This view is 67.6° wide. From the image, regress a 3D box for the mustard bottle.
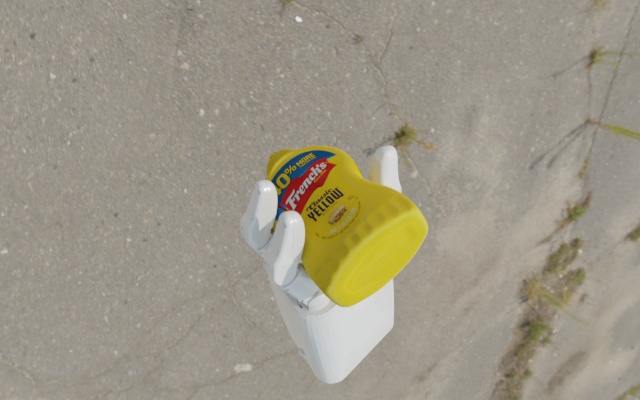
[{"bbox_3d":[0.000,0.001,0.424,0.058,0.096,0.191,47,-2,-41],"label":"mustard bottle"}]
